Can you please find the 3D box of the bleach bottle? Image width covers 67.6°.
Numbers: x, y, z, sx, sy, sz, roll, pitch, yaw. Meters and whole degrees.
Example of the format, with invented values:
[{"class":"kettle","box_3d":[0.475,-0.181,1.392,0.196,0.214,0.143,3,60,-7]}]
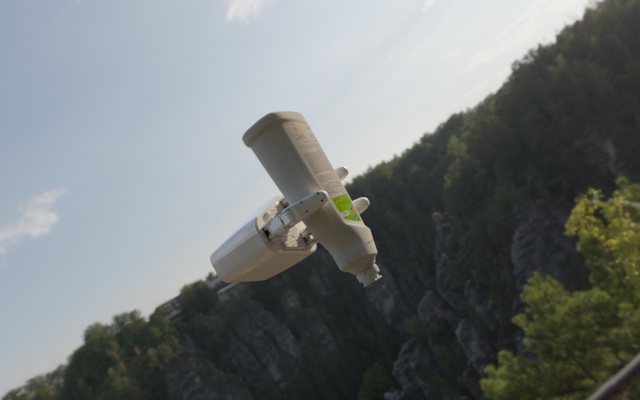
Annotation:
[{"class":"bleach bottle","box_3d":[0.000,0.002,0.634,0.068,0.251,0.102,-35,-8,28]}]
